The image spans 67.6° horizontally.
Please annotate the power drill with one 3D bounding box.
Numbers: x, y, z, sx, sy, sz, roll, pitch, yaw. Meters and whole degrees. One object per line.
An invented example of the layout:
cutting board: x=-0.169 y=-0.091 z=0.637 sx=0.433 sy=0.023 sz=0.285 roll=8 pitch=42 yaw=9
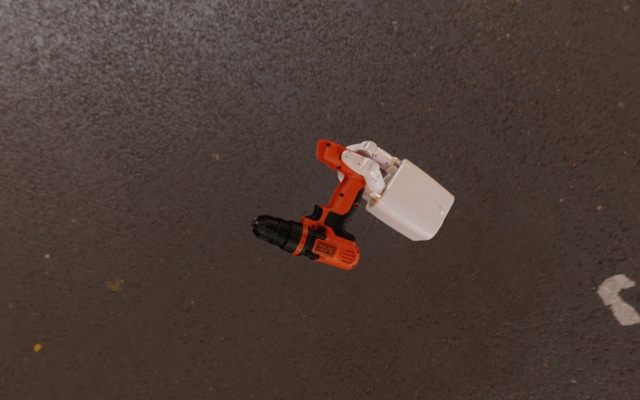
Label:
power drill: x=0.001 y=0.002 z=0.766 sx=0.184 sy=0.187 sz=0.057 roll=21 pitch=-1 yaw=-21
